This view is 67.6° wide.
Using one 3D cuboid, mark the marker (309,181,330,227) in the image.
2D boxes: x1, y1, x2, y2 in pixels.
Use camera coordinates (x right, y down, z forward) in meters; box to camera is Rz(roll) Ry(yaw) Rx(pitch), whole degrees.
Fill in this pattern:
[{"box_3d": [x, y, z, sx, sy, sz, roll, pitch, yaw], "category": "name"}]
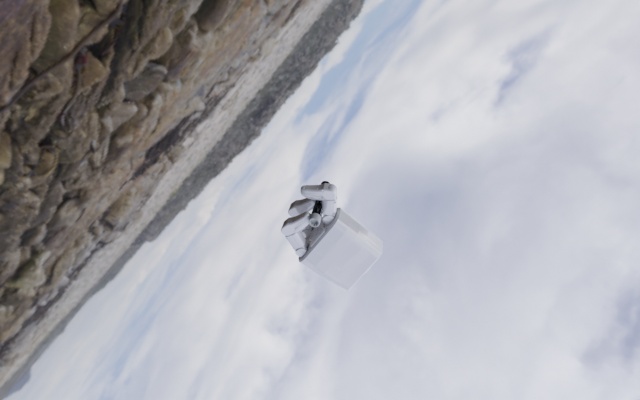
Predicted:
[{"box_3d": [0.000, 0.003, 0.823, 0.020, 0.020, 0.121, 0, 34, 12], "category": "marker"}]
